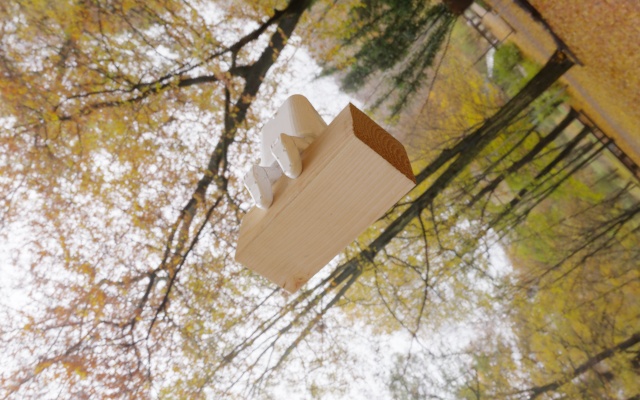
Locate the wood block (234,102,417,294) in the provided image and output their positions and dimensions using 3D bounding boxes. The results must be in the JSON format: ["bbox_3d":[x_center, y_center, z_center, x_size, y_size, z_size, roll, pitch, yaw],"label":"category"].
[{"bbox_3d":[0.000,0.002,0.555,0.091,0.206,0.090,34,27,-22],"label":"wood block"}]
